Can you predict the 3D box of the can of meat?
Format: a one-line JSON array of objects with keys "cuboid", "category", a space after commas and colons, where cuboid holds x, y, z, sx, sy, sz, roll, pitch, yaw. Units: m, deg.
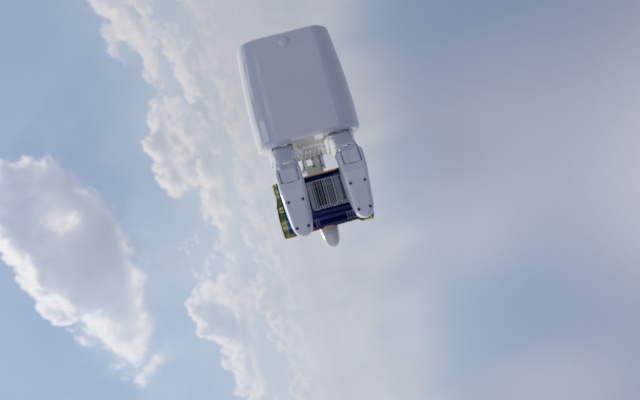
[{"cuboid": [0.000, 0.002, 0.467, 0.084, 0.057, 0.102, -15, -3, -3], "category": "can of meat"}]
